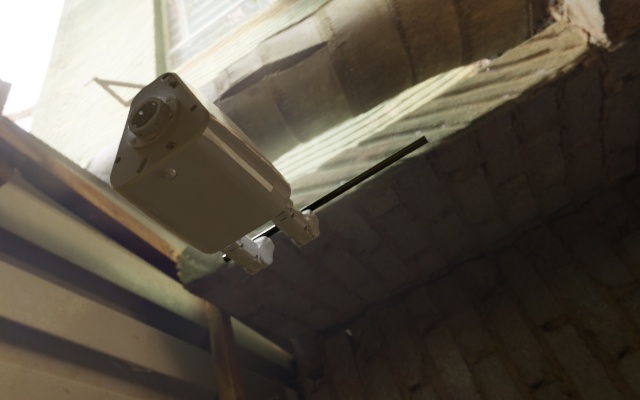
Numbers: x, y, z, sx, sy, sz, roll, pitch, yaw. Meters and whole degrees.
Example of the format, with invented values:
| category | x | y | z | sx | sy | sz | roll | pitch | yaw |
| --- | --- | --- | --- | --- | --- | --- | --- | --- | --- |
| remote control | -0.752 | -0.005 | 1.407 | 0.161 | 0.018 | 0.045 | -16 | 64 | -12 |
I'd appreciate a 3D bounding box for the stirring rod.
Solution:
| category | x | y | z | sx | sy | sz | roll | pitch | yaw |
| --- | --- | --- | --- | --- | --- | --- | --- | --- | --- |
| stirring rod | 0.000 | 0.001 | 0.481 | 0.239 | 0.011 | 0.011 | -31 | -7 | 12 |
